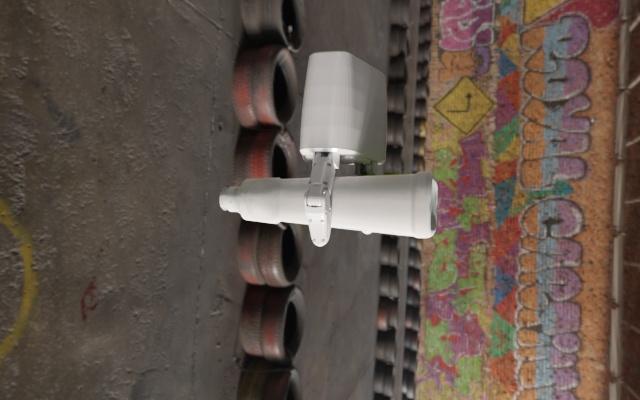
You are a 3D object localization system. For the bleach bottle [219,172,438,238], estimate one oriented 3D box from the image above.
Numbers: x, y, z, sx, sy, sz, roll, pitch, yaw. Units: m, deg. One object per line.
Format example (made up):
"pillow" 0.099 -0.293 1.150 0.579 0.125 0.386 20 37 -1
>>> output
"bleach bottle" 0.000 0.002 0.538 0.251 0.068 0.102 2 -3 18
